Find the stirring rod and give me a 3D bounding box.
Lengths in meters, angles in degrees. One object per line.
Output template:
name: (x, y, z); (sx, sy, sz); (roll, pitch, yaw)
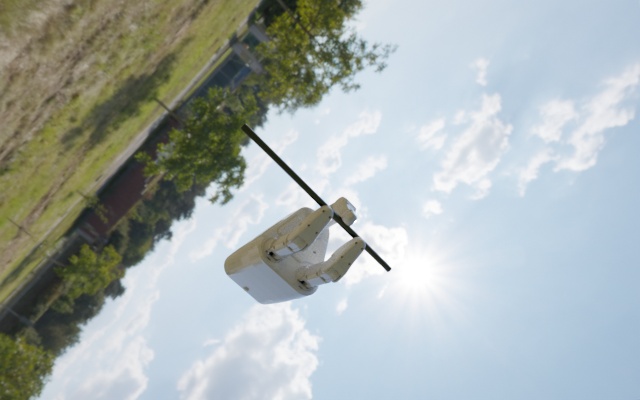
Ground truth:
stirring rod: (0.000, 0.002, 0.541); (0.239, 0.011, 0.011); (45, -15, -16)
